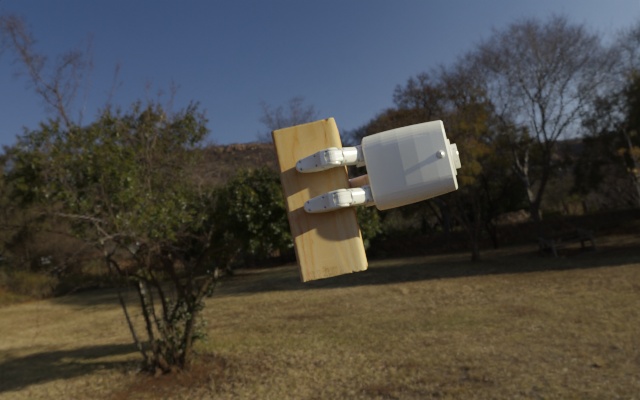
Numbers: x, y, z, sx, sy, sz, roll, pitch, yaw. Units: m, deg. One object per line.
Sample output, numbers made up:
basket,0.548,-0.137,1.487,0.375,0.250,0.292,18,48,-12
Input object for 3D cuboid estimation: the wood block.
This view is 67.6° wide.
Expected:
wood block,0.001,0.002,0.672,0.090,0.206,0.091,-12,-6,5
